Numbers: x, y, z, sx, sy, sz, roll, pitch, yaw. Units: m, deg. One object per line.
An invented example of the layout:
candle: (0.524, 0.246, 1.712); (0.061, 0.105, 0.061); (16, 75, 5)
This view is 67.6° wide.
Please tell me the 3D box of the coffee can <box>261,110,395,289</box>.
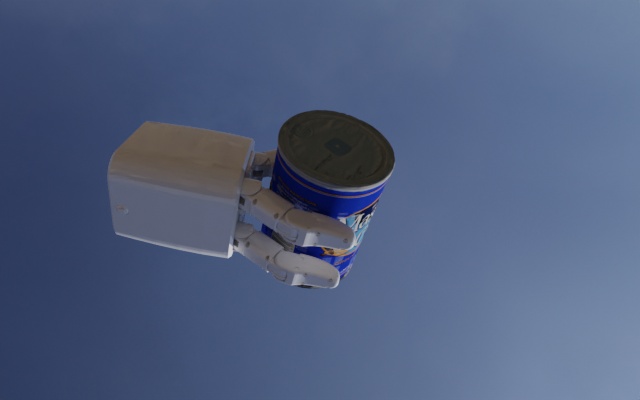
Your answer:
coffee can: (0.000, 0.001, 0.454); (0.103, 0.140, 0.102); (9, 43, -9)
